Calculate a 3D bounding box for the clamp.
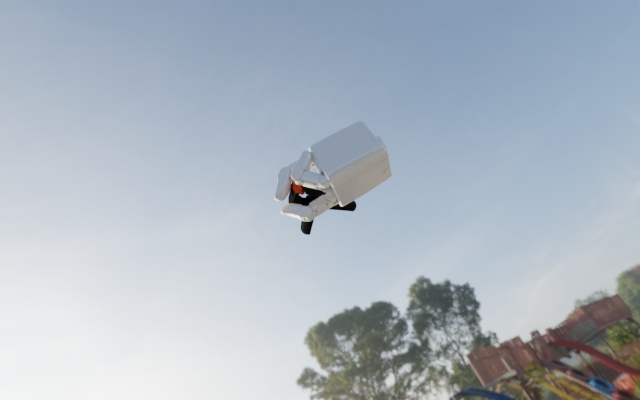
[{"bbox_3d":[0.000,0.002,0.883,0.120,0.039,0.171,-29,-29,-1],"label":"clamp"}]
